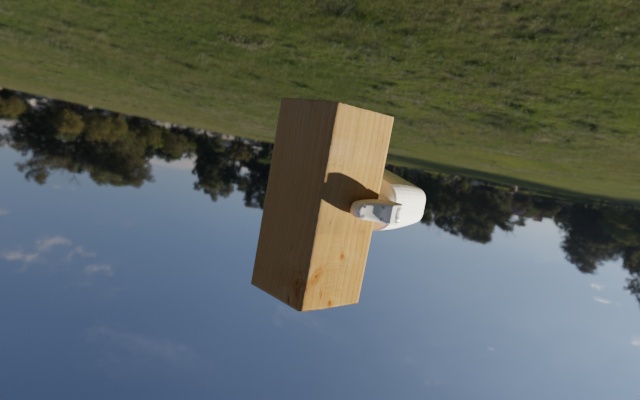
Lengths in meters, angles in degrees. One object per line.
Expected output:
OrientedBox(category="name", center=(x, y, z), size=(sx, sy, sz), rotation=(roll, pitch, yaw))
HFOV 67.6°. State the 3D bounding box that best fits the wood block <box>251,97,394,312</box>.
OrientedBox(category="wood block", center=(0.001, 0.002, 0.514), size=(0.090, 0.206, 0.091), rotation=(4, 9, -43))
